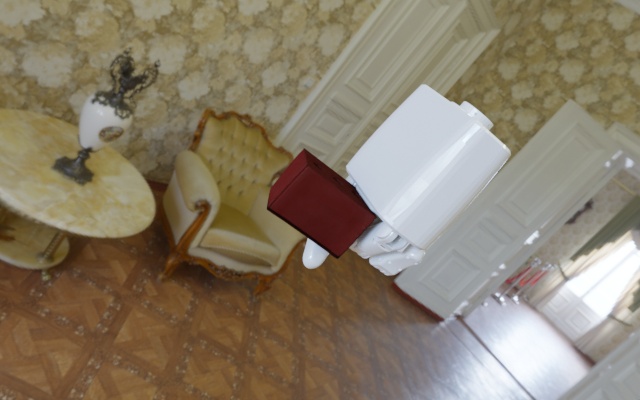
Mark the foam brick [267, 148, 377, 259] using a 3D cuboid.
[{"bbox_3d":[0.000,0.001,0.416,0.078,0.051,0.053,36,16,-17],"label":"foam brick"}]
